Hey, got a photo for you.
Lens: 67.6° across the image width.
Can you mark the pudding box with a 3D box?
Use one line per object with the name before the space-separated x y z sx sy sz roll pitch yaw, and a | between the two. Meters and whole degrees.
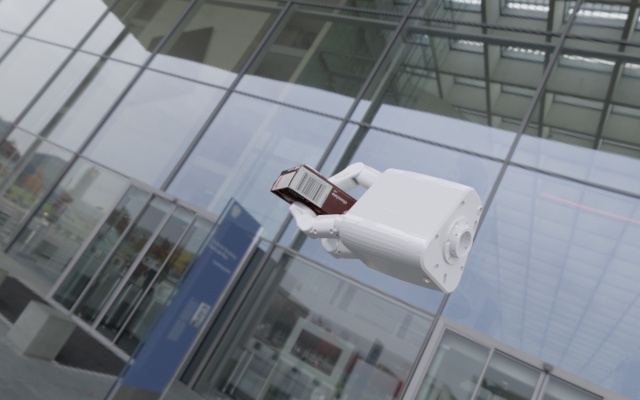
pudding box | 0.000 0.002 0.607 0.113 0.039 0.090 36 -14 -15
